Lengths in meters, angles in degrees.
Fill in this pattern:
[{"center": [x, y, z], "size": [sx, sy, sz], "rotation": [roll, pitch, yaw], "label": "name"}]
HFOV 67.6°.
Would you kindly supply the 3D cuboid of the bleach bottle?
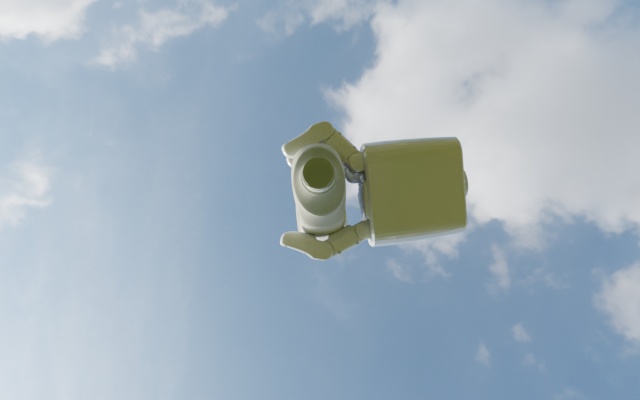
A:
[{"center": [0.000, 0.002, 0.540], "size": [0.068, 0.102, 0.251], "rotation": [-7, -8, -1], "label": "bleach bottle"}]
